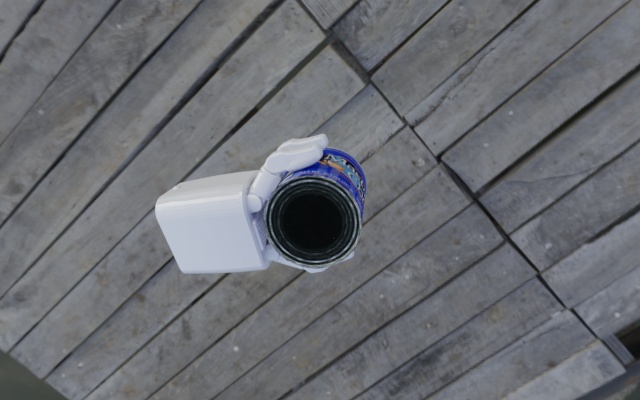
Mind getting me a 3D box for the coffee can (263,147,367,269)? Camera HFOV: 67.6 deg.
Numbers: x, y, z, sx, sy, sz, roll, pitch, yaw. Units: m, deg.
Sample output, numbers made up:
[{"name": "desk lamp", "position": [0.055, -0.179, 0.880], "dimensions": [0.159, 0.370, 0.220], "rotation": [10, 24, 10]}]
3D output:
[{"name": "coffee can", "position": [0.000, 0.002, 0.552], "dimensions": [0.103, 0.103, 0.140], "rotation": [0, 18, 7]}]
